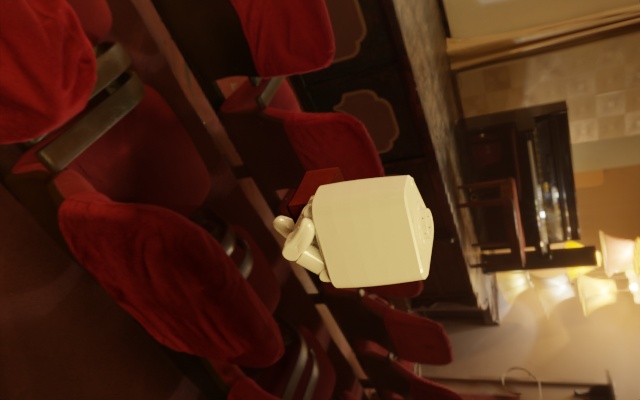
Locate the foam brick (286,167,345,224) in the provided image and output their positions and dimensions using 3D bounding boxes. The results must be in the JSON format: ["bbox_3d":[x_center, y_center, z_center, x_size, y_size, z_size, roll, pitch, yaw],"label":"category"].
[{"bbox_3d":[0.000,0.002,0.604,0.051,0.053,0.078,-9,34,25],"label":"foam brick"}]
